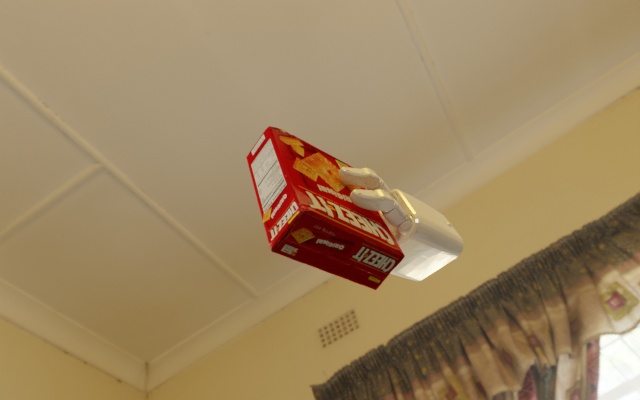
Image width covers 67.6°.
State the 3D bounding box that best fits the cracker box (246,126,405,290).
[{"bbox_3d":[0.000,0.002,0.638,0.164,0.072,0.213,24,24,-30],"label":"cracker box"}]
